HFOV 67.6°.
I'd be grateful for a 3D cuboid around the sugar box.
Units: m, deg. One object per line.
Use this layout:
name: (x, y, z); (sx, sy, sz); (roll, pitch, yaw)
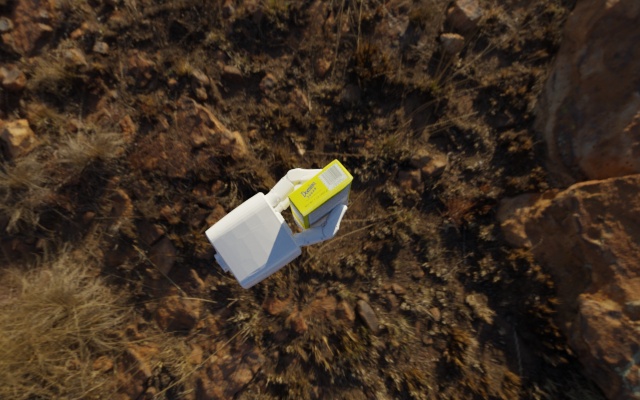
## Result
sugar box: (0.000, 0.002, 0.766); (0.093, 0.048, 0.176); (-36, -9, -9)
